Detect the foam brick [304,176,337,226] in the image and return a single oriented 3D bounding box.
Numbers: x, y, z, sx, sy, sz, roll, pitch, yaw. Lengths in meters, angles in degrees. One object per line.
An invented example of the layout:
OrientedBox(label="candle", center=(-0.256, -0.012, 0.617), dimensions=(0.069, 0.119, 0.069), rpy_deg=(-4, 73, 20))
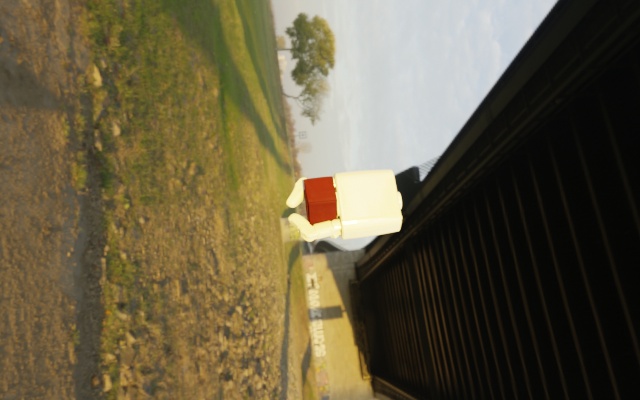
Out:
OrientedBox(label="foam brick", center=(0.000, 0.003, 0.825), dimensions=(0.051, 0.053, 0.078), rpy_deg=(-6, -35, -3))
